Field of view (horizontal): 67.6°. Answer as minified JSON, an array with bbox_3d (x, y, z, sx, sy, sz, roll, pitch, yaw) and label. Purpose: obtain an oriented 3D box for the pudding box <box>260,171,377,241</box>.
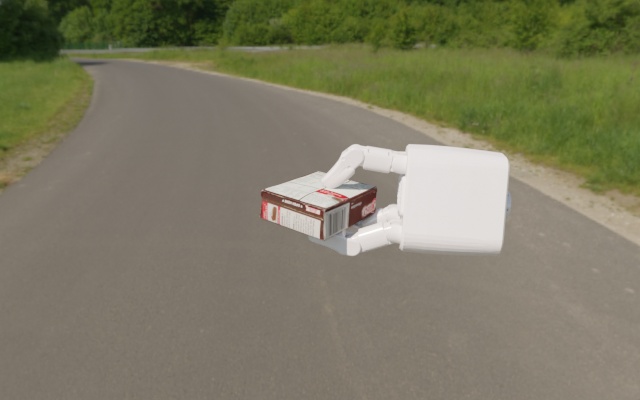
[{"bbox_3d":[0.000,0.002,0.550,0.090,0.039,0.113,16,22,32],"label":"pudding box"}]
